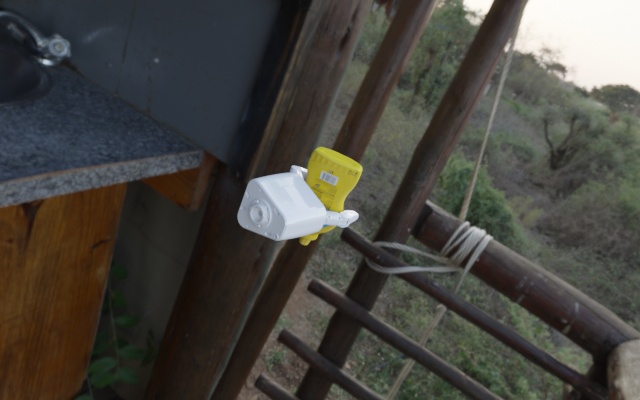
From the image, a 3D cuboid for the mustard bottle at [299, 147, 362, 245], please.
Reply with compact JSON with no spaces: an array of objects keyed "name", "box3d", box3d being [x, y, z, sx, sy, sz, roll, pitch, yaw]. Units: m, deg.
[{"name":"mustard bottle","box3d":[0.000,0.003,0.900,0.096,0.192,0.058,25,23,5]}]
